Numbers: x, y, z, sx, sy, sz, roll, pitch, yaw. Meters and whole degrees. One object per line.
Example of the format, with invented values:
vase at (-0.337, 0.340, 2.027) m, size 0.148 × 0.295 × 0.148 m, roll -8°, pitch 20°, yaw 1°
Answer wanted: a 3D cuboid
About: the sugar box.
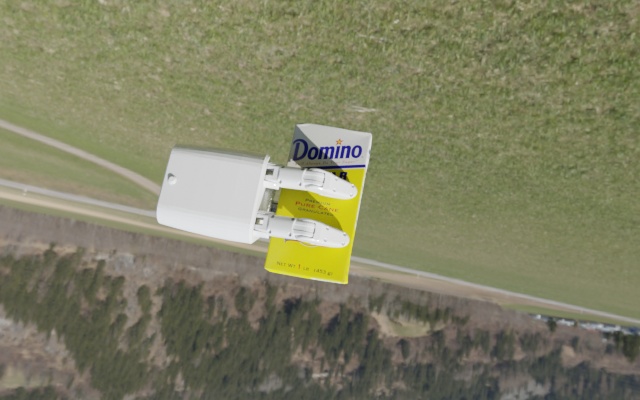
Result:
sugar box at (0.000, 0.002, 0.551) m, size 0.093 × 0.176 × 0.048 m, roll 9°, pitch -11°, yaw 6°
